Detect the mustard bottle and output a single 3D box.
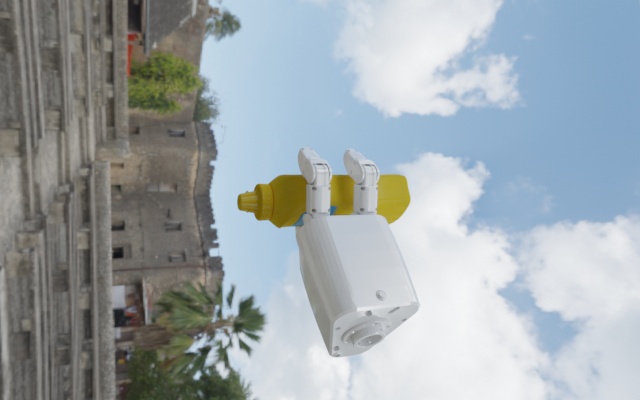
[{"bbox_3d":[0.000,0.001,0.551,0.191,0.058,0.096,-1,-16,-23],"label":"mustard bottle"}]
